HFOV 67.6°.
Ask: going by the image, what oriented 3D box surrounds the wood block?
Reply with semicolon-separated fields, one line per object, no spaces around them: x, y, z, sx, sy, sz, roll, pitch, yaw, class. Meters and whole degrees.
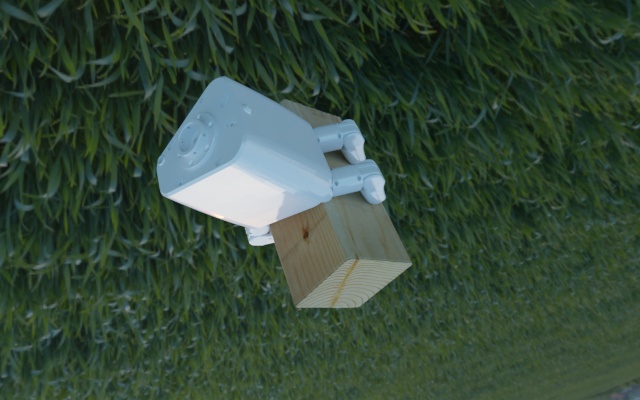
0.000;0.002;0.514;0.090;0.206;0.091;10;-44;-39;wood block
